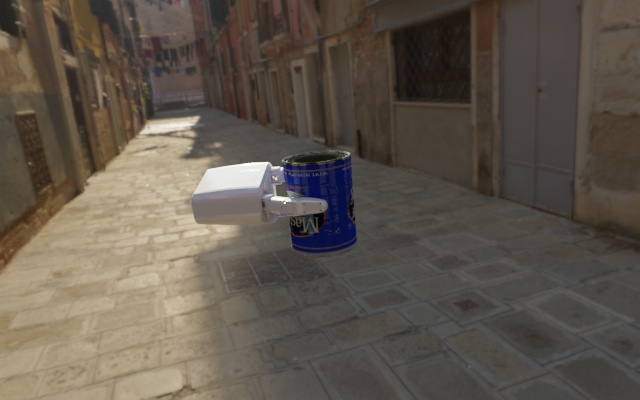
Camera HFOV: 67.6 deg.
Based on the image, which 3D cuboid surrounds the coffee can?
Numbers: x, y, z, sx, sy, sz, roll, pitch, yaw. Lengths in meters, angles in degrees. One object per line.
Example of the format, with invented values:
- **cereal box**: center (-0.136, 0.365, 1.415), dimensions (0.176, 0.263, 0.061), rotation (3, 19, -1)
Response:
- **coffee can**: center (0.000, 0.003, 0.723), dimensions (0.103, 0.140, 0.102), rotation (-5, 14, 1)
